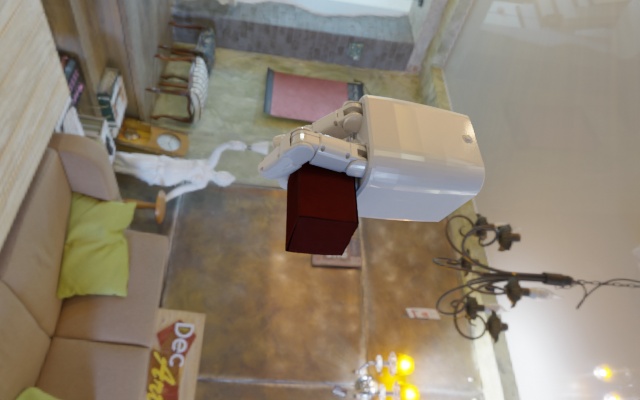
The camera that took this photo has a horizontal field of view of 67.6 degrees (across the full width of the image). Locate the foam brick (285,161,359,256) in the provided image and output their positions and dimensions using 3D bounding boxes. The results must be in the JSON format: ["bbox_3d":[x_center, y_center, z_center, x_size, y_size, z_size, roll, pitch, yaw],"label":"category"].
[{"bbox_3d":[0.000,0.002,0.414,0.051,0.078,0.053,9,-39,-12],"label":"foam brick"}]
